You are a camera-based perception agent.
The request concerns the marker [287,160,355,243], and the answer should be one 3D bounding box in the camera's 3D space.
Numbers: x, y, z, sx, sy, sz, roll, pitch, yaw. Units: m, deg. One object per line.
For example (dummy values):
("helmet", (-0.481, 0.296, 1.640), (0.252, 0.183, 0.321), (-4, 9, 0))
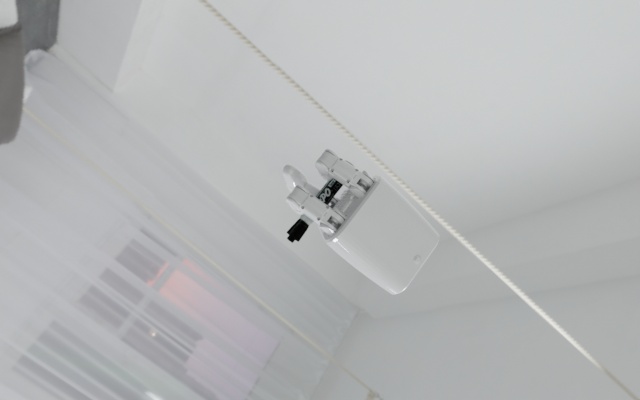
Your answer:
("marker", (0.000, 0.002, 0.584), (0.020, 0.121, 0.020), (37, -11, 9))
